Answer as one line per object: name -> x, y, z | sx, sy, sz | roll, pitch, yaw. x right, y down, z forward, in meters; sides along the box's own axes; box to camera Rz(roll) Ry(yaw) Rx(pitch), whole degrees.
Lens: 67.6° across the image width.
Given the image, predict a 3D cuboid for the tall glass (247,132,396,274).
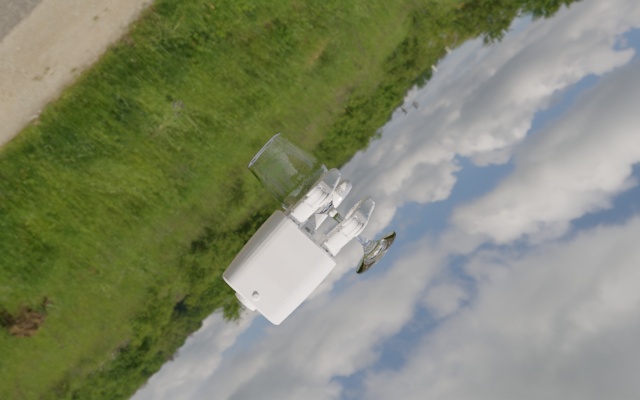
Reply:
tall glass -> 0.001, 0.002, 0.618 | 0.201, 0.079, 0.079 | 43, -5, -5
